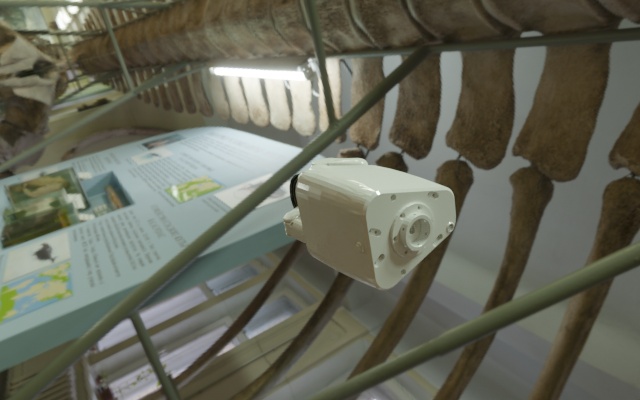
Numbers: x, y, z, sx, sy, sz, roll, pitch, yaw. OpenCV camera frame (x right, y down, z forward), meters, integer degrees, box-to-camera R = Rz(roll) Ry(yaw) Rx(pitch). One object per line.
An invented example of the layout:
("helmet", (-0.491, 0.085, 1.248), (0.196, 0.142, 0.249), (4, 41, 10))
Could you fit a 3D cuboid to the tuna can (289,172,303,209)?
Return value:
("tuna can", (0.001, 0.002, 0.582), (0.033, 0.086, 0.086), (-26, 13, -29))
